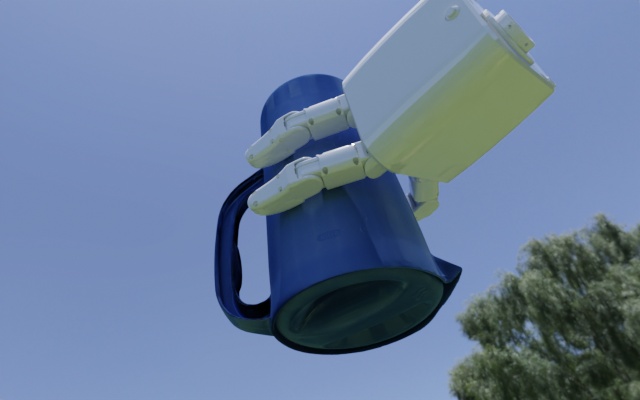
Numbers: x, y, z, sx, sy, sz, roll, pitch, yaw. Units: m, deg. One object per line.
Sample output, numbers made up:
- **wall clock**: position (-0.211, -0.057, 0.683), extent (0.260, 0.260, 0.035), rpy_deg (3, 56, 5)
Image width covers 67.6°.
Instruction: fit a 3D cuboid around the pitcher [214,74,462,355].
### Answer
- **pitcher**: position (0.000, 0.001, 0.422), extent (0.149, 0.242, 0.145), rpy_deg (21, -50, -34)
